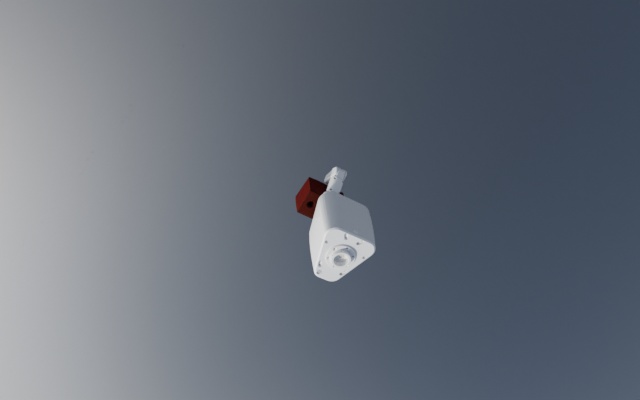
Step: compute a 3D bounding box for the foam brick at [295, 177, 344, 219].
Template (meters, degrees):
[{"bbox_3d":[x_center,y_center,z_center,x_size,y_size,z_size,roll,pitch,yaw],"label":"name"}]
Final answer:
[{"bbox_3d":[0.000,0.003,0.878,0.078,0.053,0.051,24,28,-18],"label":"foam brick"}]
